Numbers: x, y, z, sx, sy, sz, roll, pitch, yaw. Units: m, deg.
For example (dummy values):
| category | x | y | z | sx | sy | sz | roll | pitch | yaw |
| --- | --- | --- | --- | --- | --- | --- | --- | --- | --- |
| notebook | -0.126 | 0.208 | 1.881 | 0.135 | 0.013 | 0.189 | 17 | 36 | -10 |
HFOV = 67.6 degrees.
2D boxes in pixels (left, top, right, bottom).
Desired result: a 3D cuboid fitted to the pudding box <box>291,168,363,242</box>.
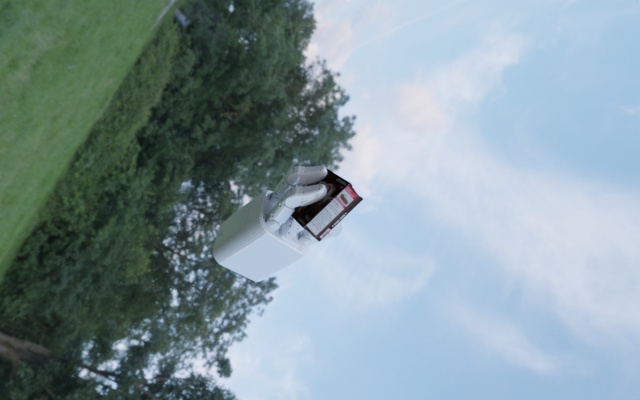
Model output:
| category | x | y | z | sx | sy | sz | roll | pitch | yaw |
| --- | --- | --- | --- | --- | --- | --- | --- | --- | --- |
| pudding box | 0.000 | 0.002 | 0.695 | 0.039 | 0.090 | 0.113 | 47 | -4 | -27 |
